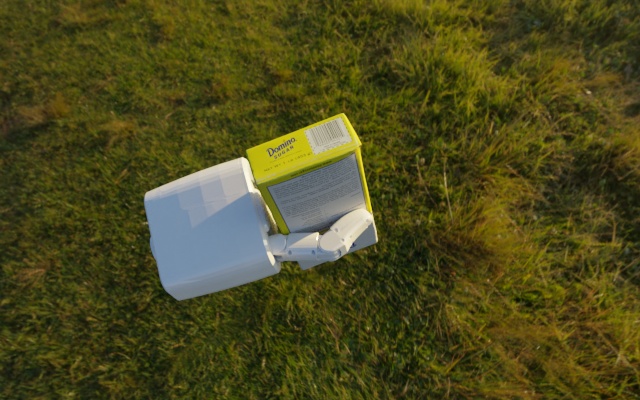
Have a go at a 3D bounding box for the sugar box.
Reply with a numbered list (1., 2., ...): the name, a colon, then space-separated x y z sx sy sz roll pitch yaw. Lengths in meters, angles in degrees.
1. sugar box: 0.000 0.001 0.466 0.093 0.048 0.176 -20 -31 -1
